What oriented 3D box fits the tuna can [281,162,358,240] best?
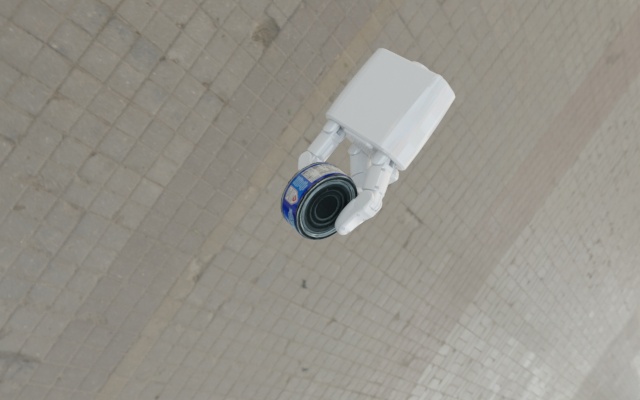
[{"bbox_3d":[0.000,0.002,0.539,0.086,0.086,0.033,0,29,-38],"label":"tuna can"}]
